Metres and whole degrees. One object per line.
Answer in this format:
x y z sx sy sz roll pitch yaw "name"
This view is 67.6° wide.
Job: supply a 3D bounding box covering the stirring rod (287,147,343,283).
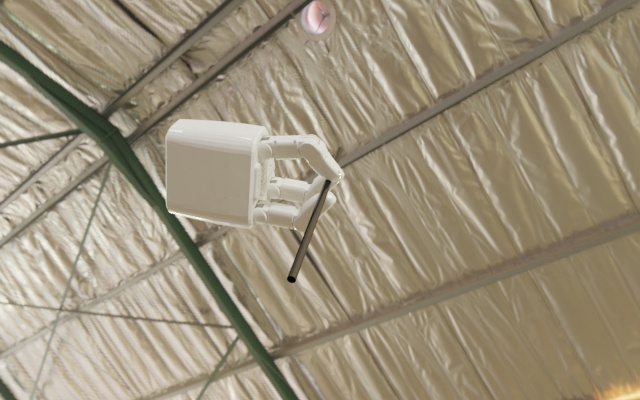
0.000 0.002 0.500 0.011 0.011 0.239 0 33 14 "stirring rod"
